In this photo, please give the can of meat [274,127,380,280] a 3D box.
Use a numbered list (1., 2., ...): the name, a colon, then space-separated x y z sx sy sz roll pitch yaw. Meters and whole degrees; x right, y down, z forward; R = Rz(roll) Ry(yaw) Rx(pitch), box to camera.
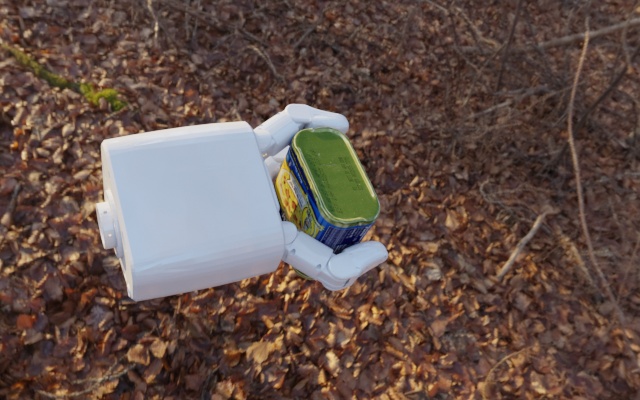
1. can of meat: 0.000 0.001 0.404 0.057 0.102 0.084 -8 -32 -26
